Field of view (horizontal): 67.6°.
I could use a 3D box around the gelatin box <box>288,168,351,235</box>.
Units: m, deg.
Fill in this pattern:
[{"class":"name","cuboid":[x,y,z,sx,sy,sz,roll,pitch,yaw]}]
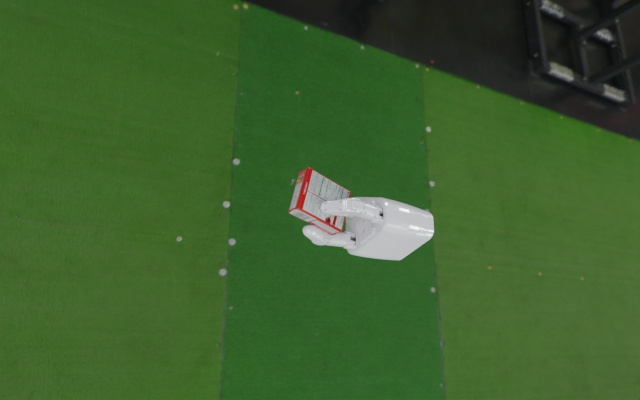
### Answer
[{"class":"gelatin box","cuboid":[0.000,0.002,0.736,0.089,0.073,0.030,29,-29,-28]}]
